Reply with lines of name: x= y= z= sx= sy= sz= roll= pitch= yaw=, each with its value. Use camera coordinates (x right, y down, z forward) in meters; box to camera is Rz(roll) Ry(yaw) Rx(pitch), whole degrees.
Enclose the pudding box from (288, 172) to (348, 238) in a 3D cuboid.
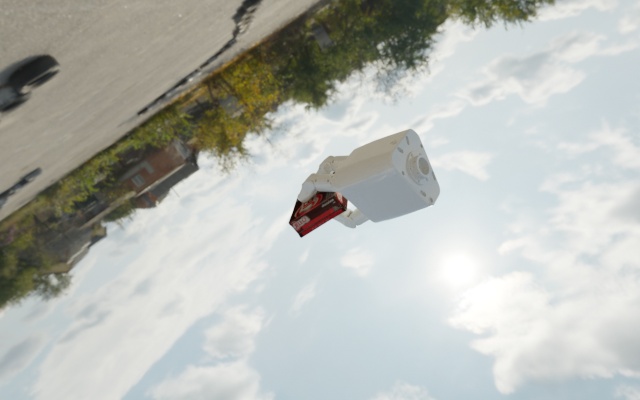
pudding box: x=0.000 y=0.003 z=0.775 sx=0.090 sy=0.039 sz=0.113 roll=-31 pitch=16 yaw=18
